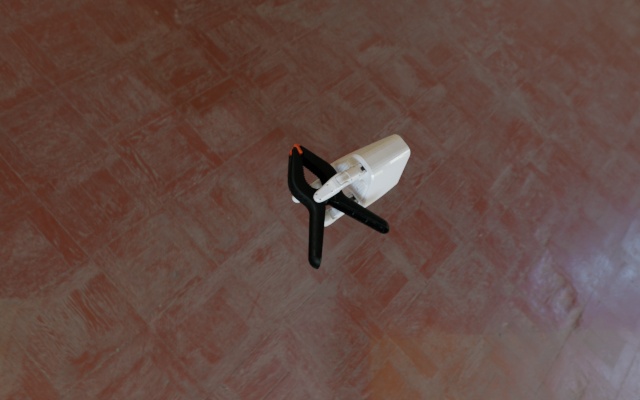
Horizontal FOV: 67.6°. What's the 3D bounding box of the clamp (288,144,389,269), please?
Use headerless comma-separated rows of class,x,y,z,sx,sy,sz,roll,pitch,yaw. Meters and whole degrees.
clamp,0.000,0.002,0.784,0.164,0.210,0.036,-31,-10,-35
